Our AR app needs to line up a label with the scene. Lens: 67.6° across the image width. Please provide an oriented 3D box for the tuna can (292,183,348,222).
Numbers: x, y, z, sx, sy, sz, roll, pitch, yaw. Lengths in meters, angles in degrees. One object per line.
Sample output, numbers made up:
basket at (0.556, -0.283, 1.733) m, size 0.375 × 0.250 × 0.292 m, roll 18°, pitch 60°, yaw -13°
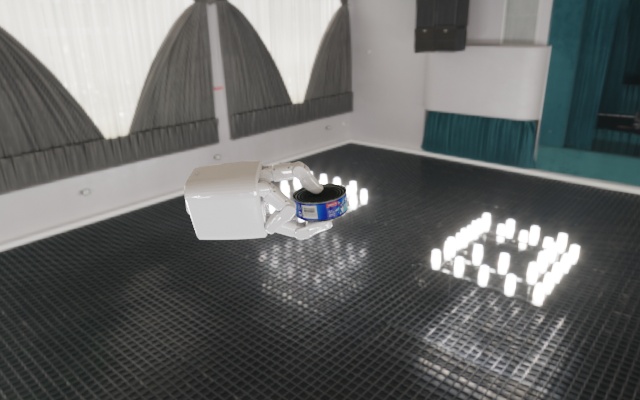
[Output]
tuna can at (0.000, 0.003, 0.755) m, size 0.086 × 0.034 × 0.086 m, roll -6°, pitch 21°, yaw 2°
